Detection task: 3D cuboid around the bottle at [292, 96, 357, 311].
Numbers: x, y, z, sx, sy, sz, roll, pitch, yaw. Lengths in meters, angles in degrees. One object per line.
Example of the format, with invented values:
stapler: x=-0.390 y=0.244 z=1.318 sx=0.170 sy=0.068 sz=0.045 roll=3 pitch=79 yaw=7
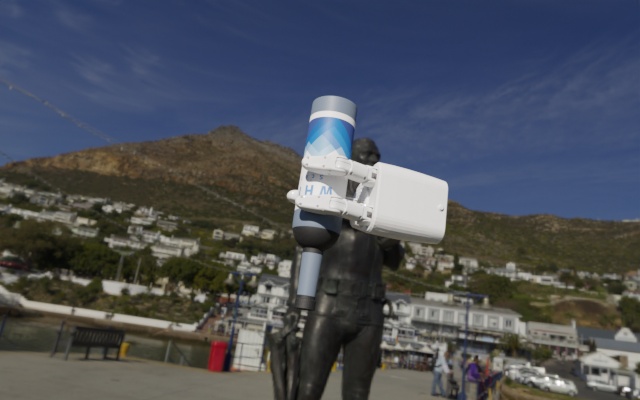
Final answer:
bottle: x=0.000 y=0.002 z=0.661 sx=0.069 sy=0.295 sz=0.069 roll=8 pitch=-16 yaw=2
